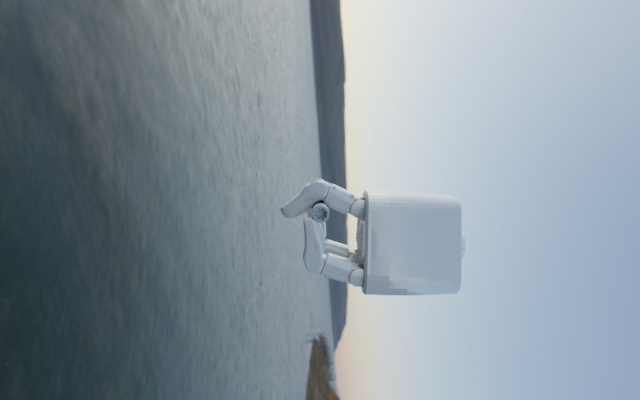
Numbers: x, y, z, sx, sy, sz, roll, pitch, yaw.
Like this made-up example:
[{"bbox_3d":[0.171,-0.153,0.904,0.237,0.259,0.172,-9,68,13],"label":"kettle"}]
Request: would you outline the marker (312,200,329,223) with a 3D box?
[{"bbox_3d":[0.000,0.002,0.563,0.020,0.020,0.121,0,12,0],"label":"marker"}]
